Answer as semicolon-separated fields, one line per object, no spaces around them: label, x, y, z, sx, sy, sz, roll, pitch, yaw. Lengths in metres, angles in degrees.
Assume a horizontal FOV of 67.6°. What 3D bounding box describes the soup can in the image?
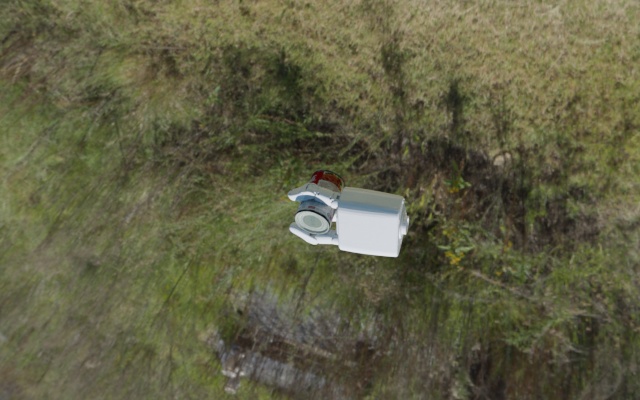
soup can;0.000;0.003;0.876;0.068;0.102;0.069;14;-38;11
